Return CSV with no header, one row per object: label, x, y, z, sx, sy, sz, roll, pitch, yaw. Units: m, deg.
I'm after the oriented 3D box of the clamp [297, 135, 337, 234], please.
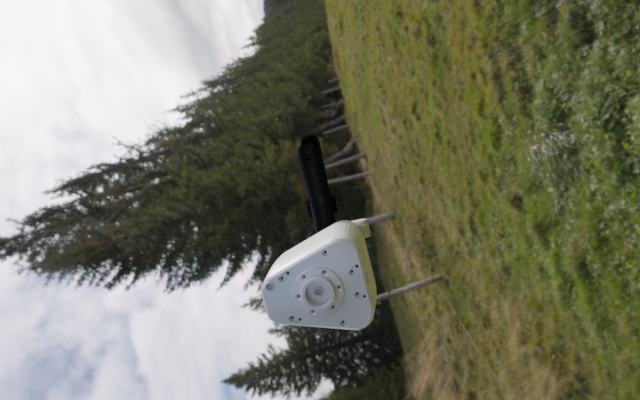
clamp,0.000,0.002,0.581,0.039,0.171,0.120,-14,4,9
